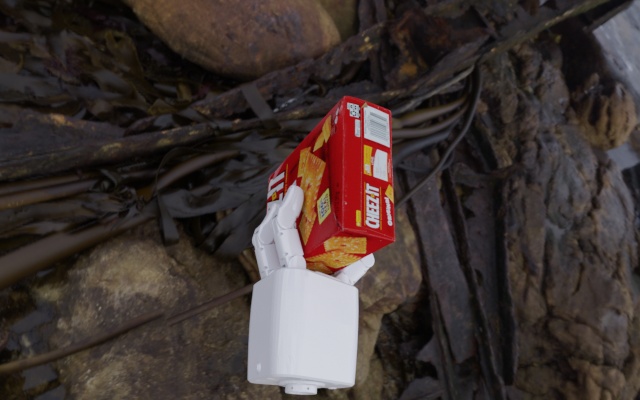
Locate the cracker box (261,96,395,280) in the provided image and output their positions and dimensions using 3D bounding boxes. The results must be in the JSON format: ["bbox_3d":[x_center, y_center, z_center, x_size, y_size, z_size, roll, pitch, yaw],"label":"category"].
[{"bbox_3d":[0.000,0.002,0.576,0.072,0.164,0.214,15,-29,-24],"label":"cracker box"}]
